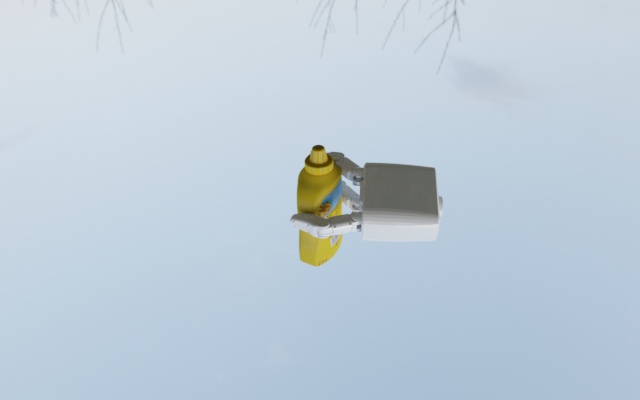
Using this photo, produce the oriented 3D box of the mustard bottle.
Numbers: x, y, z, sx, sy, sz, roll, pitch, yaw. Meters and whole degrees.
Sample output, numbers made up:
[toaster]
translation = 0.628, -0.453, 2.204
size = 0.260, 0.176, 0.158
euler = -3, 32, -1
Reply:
[mustard bottle]
translation = 0.000, 0.002, 0.716
size = 0.058, 0.192, 0.096
euler = 18, 43, 23
